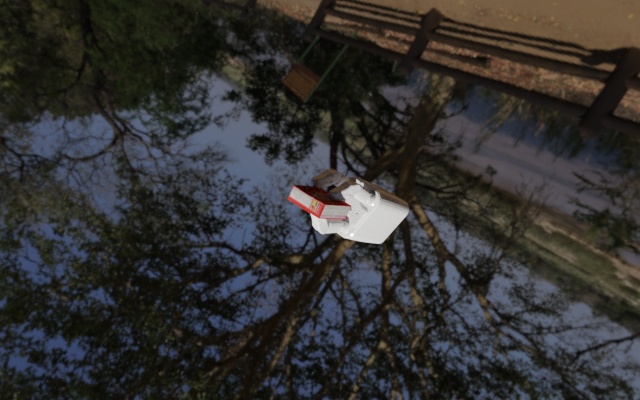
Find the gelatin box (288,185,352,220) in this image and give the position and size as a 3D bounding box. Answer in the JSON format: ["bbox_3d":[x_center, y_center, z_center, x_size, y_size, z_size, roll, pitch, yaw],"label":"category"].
[{"bbox_3d":[0.000,0.003,0.815,0.073,0.030,0.089,32,15,31],"label":"gelatin box"}]
